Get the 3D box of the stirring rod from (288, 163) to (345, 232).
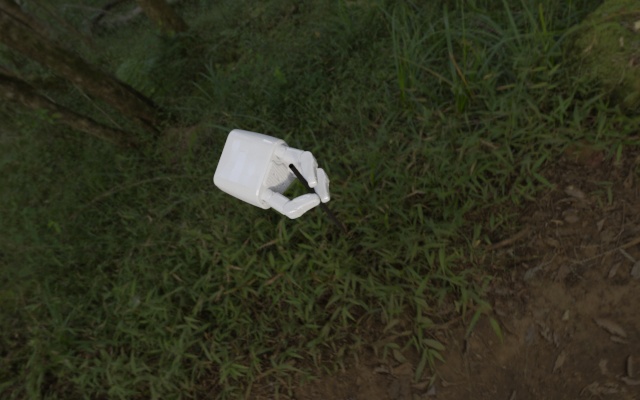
[{"bbox_3d":[0.000,0.003,0.783,0.011,0.011,0.240,0,-26,23],"label":"stirring rod"}]
